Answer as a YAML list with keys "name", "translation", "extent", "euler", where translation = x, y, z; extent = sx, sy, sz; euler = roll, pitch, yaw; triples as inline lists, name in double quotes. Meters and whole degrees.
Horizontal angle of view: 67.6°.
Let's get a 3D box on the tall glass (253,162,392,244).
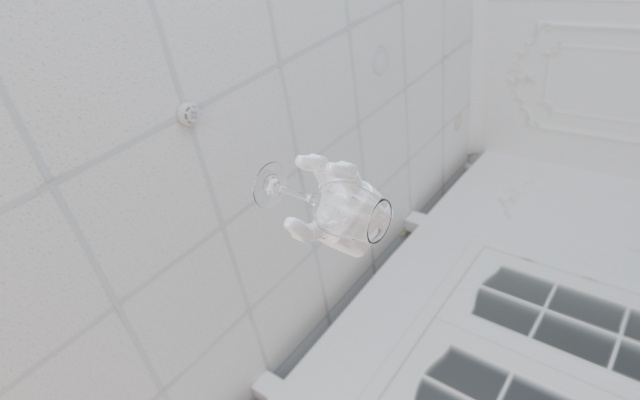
- name: "tall glass"
  translation: [-0.001, 0.002, 0.683]
  extent: [0.201, 0.079, 0.079]
  euler: [18, 11, 35]
